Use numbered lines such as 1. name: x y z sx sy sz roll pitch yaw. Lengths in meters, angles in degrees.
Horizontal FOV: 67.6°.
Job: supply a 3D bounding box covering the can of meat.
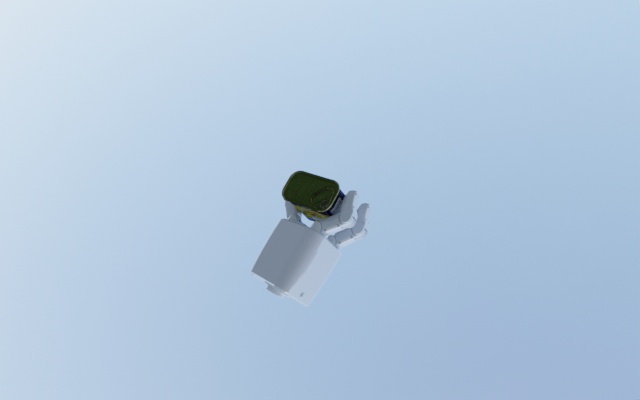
1. can of meat: 0.000 0.003 0.791 0.102 0.057 0.084 18 -18 35
